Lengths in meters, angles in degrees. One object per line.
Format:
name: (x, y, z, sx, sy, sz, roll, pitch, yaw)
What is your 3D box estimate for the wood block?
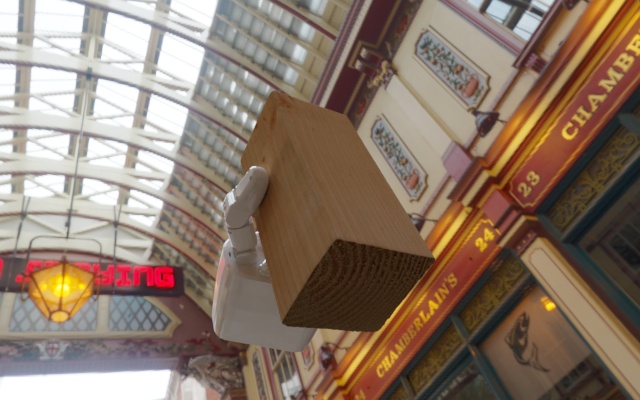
wood block: (0.000, 0.002, 0.418, 0.091, 0.090, 0.206, 12, 34, -29)
